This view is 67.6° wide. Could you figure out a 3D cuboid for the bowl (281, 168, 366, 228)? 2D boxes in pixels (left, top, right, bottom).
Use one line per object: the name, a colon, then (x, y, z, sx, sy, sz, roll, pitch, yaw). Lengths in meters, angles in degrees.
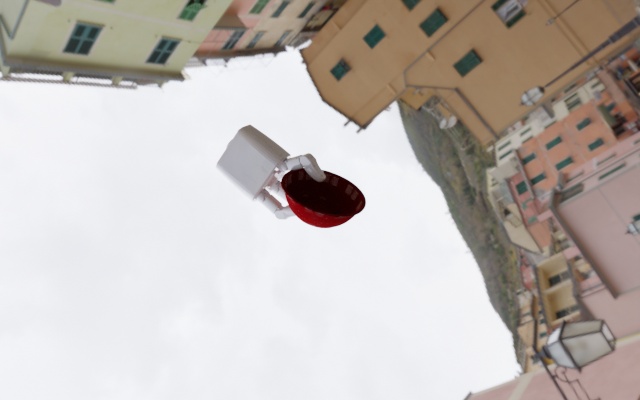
bowl: (0.001, 0.004, 0.883, 0.162, 0.055, 0.162, 13, 30, -8)
